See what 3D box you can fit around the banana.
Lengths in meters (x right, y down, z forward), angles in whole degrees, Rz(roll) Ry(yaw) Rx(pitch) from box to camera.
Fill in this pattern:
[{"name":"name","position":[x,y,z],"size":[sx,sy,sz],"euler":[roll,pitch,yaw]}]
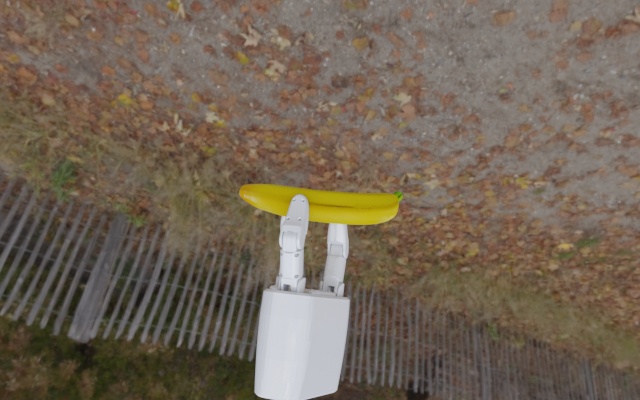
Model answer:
[{"name":"banana","position":[0.006,0.005,0.545],"size":[0.198,0.037,0.069],"euler":[4,8,-9]}]
